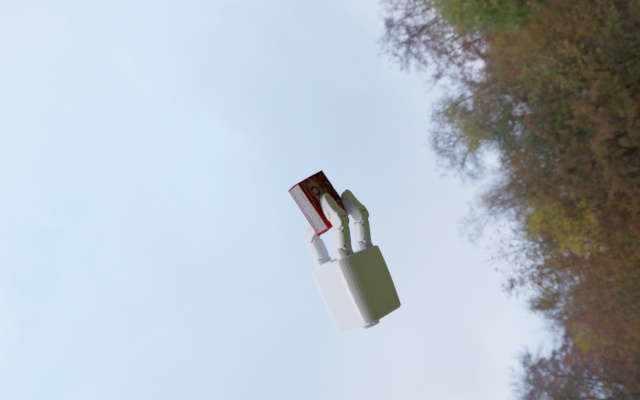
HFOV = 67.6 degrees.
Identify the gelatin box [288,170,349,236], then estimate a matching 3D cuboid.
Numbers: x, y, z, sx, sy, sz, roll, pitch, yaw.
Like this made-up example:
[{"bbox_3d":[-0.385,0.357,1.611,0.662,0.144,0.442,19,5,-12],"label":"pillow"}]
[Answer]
[{"bbox_3d":[0.000,0.002,0.768,0.030,0.089,0.073,-35,-2,39],"label":"gelatin box"}]
